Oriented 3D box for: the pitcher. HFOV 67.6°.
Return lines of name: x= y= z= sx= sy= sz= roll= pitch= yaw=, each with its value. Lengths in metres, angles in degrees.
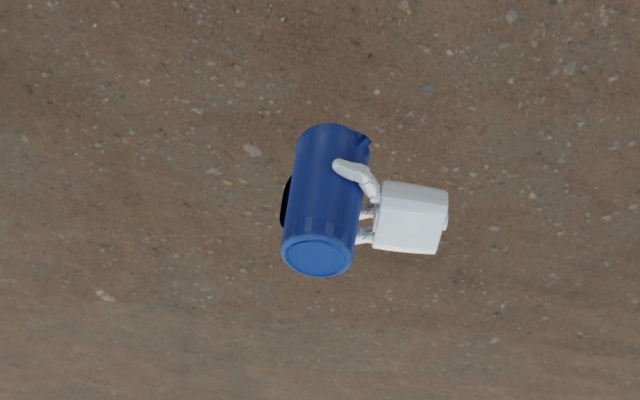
pitcher: x=0.000 y=0.003 z=0.783 sx=0.145 sy=0.242 sz=0.149 roll=9 pitch=-42 yaw=2
